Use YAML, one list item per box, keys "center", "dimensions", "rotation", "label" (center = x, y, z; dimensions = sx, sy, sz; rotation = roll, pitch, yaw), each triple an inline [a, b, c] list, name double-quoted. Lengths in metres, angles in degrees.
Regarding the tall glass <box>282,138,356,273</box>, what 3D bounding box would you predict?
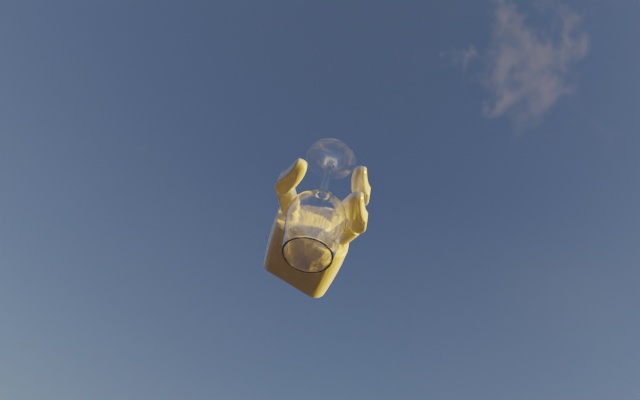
- center: [0.000, 0.002, 0.637]
  dimensions: [0.079, 0.079, 0.201]
  rotation: [0, 39, 12]
  label: "tall glass"
